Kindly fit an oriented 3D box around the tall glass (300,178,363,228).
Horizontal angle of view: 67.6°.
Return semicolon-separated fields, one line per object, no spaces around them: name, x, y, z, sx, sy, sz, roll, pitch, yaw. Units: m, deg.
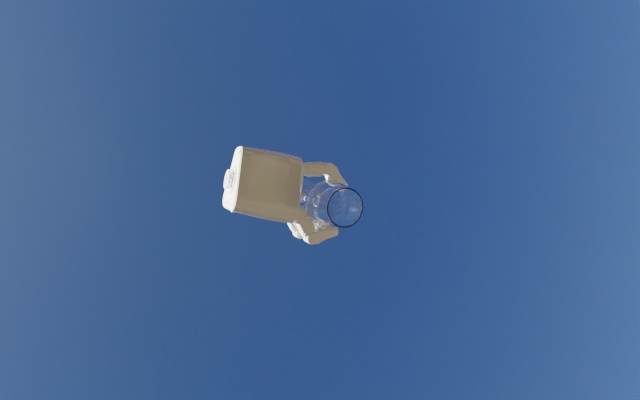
tall glass;0.000;0.003;0.818;0.079;0.079;0.201;0;5;-23
